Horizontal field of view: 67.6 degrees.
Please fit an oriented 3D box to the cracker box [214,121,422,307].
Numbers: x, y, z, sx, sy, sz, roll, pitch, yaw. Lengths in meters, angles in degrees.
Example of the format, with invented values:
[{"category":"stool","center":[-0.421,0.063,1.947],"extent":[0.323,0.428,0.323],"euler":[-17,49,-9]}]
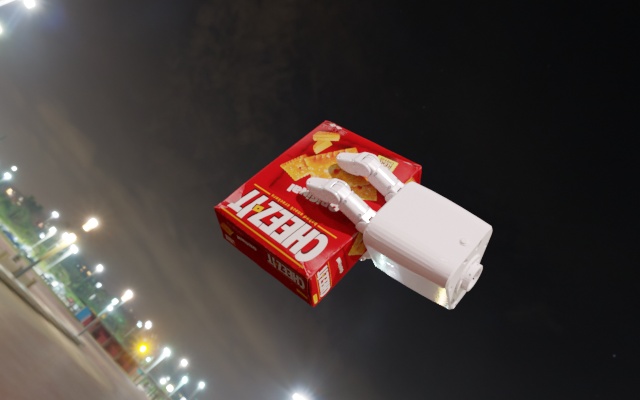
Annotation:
[{"category":"cracker box","center":[0.000,0.002,0.610],"extent":[0.164,0.072,0.213],"euler":[32,58,29]}]
